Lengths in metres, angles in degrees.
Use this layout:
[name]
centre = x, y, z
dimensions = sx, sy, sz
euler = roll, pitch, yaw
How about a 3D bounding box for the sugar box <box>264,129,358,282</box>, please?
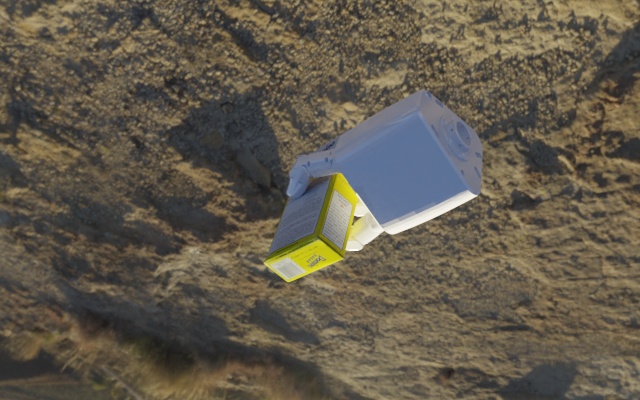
[sugar box]
centre = 0.001, 0.002, 0.557
dimensions = 0.048, 0.176, 0.093
euler = 42, -47, -22
